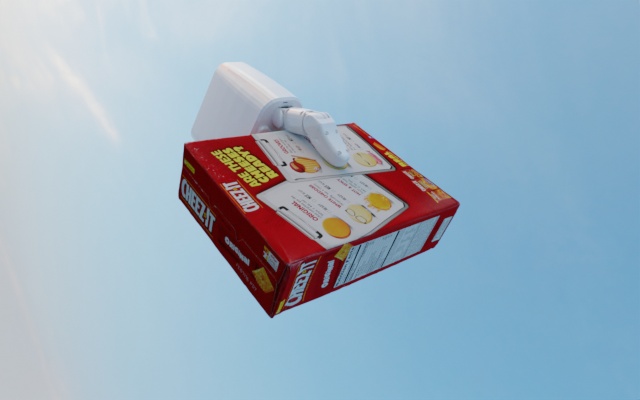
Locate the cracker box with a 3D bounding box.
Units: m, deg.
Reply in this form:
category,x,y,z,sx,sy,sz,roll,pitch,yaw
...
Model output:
category,x,y,z,sx,sy,sz,roll,pitch,yaw
cracker box,0.000,0.001,0.457,0.213,0.072,0.164,-15,46,-39
